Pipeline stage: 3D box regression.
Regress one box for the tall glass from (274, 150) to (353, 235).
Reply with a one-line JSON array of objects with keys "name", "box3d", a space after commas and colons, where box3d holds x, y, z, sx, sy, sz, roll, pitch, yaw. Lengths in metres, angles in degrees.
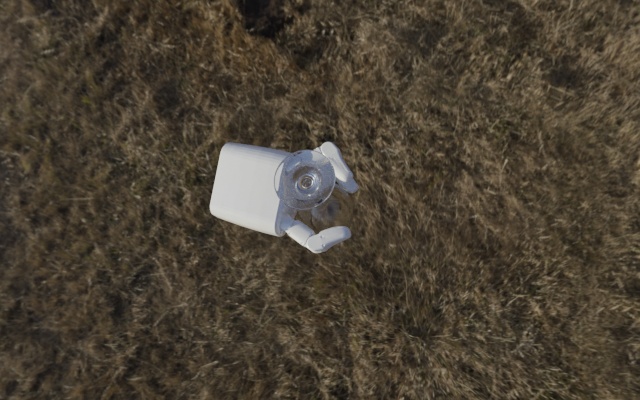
[{"name": "tall glass", "box3d": [0.000, 0.002, 0.649, 0.079, 0.079, 0.201, 0, -16, 12]}]
